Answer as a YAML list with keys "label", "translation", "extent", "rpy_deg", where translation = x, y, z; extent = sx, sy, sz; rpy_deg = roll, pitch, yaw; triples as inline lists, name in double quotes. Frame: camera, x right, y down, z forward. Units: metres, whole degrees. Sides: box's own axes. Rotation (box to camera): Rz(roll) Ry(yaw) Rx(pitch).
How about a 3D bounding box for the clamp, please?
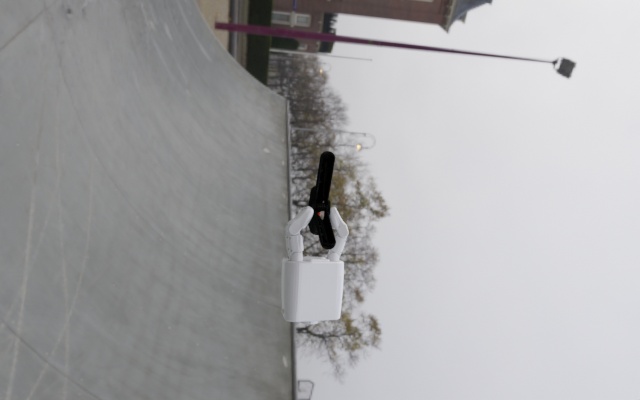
- label: "clamp"
  translation: [0.001, 0.003, 0.876]
  extent: [0.036, 0.164, 0.210]
  rpy_deg: [2, -3, -8]
